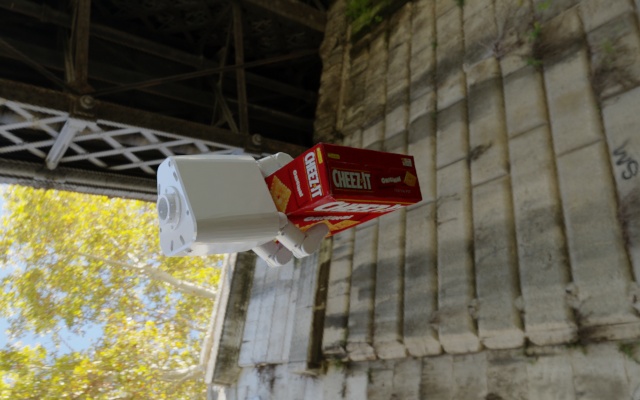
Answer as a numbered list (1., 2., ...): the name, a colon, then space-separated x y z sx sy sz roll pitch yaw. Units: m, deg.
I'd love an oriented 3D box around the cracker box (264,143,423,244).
1. cracker box: 0.000 0.002 0.638 0.164 0.072 0.214 2 -18 -41
